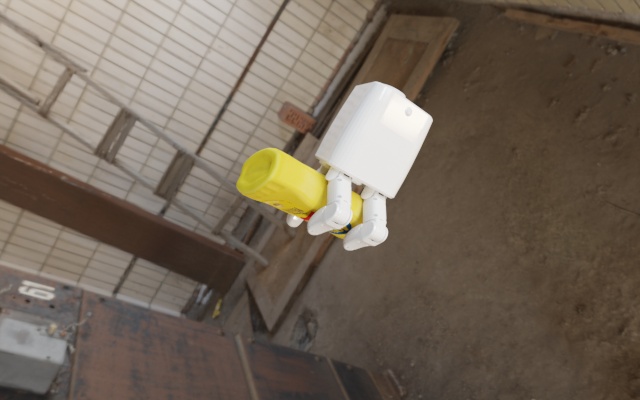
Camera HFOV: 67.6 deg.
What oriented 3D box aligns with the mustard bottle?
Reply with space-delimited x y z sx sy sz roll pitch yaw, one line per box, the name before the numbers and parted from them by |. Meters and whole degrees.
mustard bottle | 0.000 0.002 0.583 0.192 0.058 0.096 26 -20 -31
